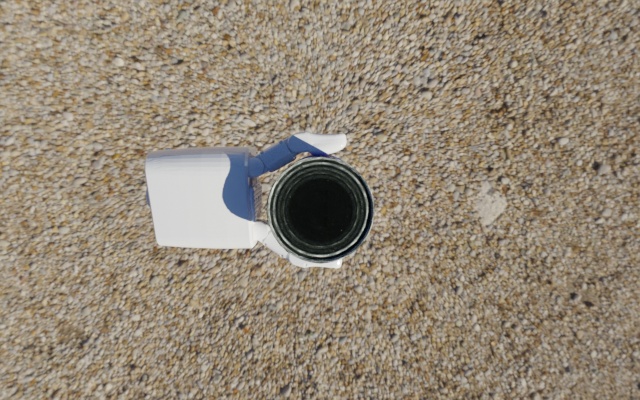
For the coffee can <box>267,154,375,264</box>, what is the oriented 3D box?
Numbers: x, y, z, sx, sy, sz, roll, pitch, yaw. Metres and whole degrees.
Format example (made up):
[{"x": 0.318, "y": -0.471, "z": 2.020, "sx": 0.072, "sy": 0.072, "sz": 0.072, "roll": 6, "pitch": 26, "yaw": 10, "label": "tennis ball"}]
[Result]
[{"x": 0.000, "y": 0.002, "z": 0.518, "sx": 0.103, "sy": 0.103, "sz": 0.140, "roll": 0, "pitch": 6, "yaw": 0, "label": "coffee can"}]
